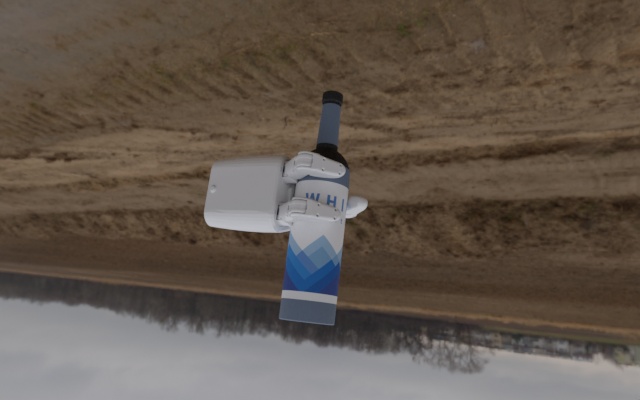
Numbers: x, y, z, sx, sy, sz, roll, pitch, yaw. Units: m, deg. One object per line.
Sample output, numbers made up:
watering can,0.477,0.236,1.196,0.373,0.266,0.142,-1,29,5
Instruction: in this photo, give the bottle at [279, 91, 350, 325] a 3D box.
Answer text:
bottle,0.000,0.002,0.600,0.069,0.295,0.069,6,-13,2
